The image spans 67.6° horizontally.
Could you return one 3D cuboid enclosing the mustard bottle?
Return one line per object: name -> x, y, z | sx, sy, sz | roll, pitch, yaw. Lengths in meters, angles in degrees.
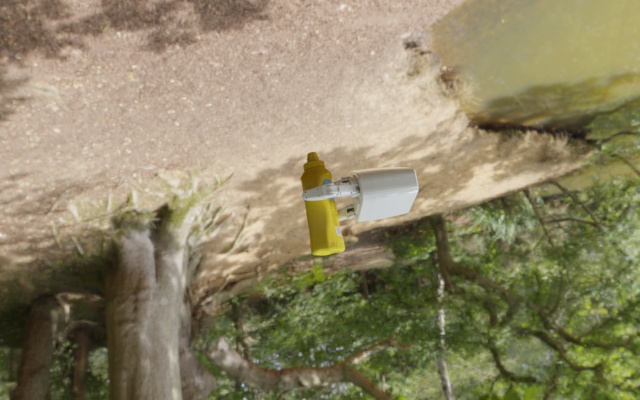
mustard bottle -> 0.000, 0.003, 0.883 | 0.058, 0.191, 0.096 | -12, -11, 16
